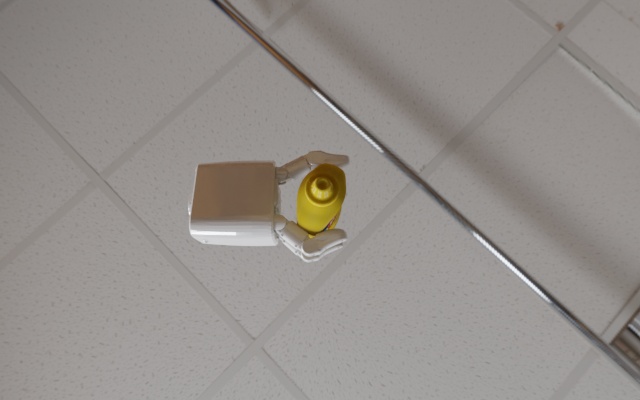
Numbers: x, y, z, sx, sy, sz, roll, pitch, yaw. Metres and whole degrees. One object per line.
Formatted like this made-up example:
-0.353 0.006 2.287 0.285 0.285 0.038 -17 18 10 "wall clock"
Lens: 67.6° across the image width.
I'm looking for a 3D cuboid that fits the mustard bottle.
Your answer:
0.000 0.002 0.636 0.058 0.096 0.192 24 -12 5 "mustard bottle"
